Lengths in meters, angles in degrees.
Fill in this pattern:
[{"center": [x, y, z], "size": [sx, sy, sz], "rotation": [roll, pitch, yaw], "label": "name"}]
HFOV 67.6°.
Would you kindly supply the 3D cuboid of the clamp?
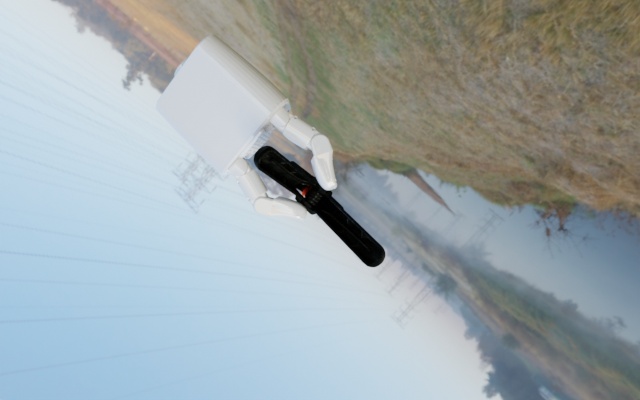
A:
[{"center": [-0.001, 0.002, 0.549], "size": [0.164, 0.036, 0.210], "rotation": [44, 3, -3], "label": "clamp"}]
